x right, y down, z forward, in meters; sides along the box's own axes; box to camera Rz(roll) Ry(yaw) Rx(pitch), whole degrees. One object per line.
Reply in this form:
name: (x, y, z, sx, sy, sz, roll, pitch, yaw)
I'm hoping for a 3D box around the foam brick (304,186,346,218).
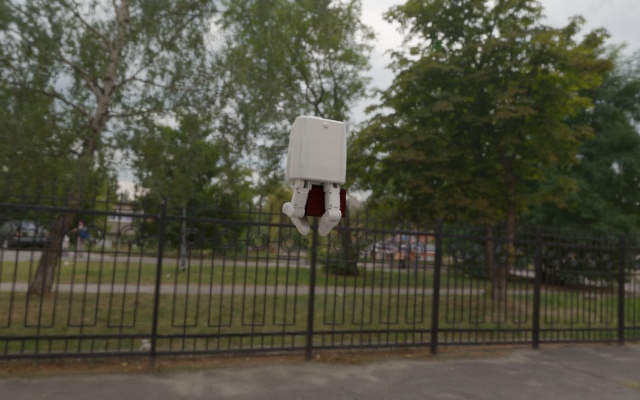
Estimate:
foam brick: (0.000, 0.003, 0.843, 0.078, 0.051, 0.053, 6, -4, -27)
